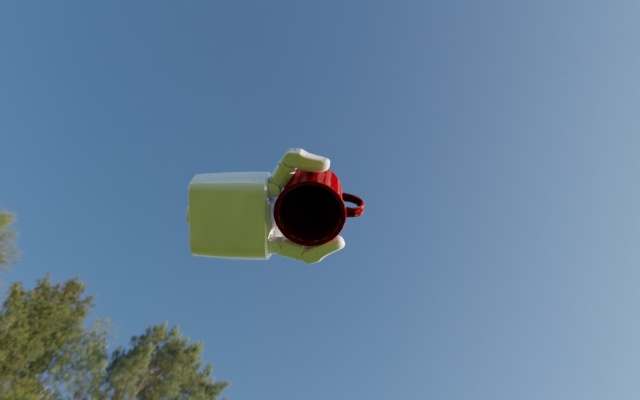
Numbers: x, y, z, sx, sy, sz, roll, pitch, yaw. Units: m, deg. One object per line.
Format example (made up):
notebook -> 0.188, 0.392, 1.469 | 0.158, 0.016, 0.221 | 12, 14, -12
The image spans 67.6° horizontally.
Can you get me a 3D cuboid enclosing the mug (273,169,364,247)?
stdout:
mug -> 0.002, 0.002, 0.641 | 0.117, 0.093, 0.081 | 2, 24, 2
